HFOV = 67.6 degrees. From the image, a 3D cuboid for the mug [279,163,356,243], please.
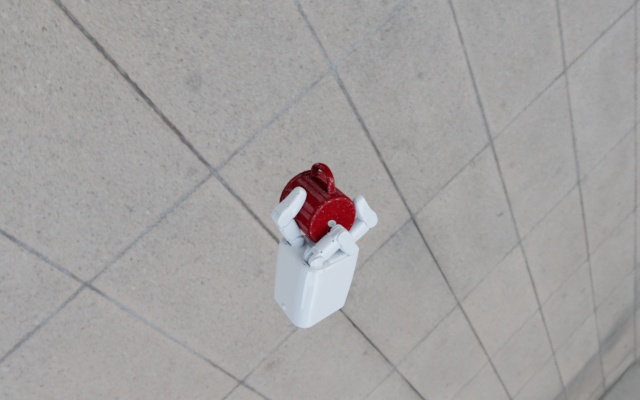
[{"bbox_3d":[0.000,0.001,0.698,0.093,0.117,0.081,-9,32,-31],"label":"mug"}]
